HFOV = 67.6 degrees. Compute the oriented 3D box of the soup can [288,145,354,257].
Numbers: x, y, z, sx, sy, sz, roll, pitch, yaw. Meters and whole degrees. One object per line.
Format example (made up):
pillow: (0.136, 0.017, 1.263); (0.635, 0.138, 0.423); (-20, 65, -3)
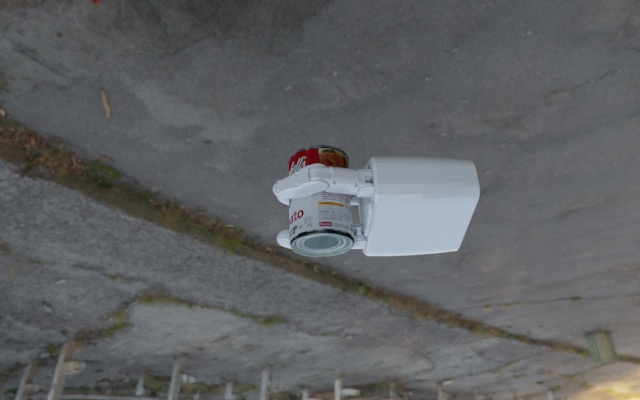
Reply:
soup can: (0.000, 0.002, 0.509); (0.068, 0.102, 0.068); (-2, -27, -1)
